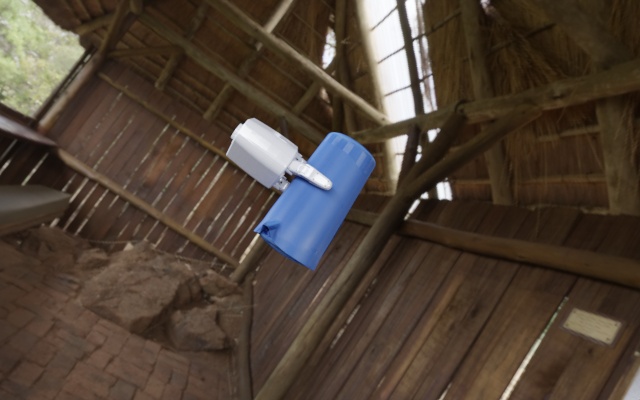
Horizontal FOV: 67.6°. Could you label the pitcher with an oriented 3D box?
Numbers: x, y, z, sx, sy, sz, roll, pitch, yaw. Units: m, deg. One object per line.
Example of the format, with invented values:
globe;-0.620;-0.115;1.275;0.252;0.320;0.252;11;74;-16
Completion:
pitcher;0.000;0.003;0.897;0.145;0.243;0.149;35;-7;-7
